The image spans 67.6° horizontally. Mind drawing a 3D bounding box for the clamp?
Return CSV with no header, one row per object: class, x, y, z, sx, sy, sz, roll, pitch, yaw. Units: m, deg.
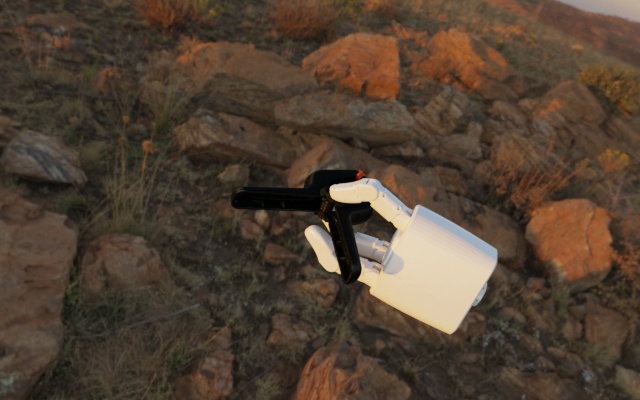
clamp,0.001,0.001,0.580,0.164,0.036,0.210,30,31,6
